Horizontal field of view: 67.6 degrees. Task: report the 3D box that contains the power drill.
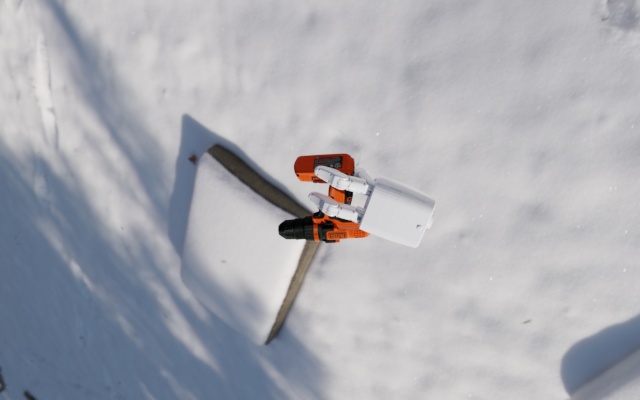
[{"bbox_3d":[0.000,0.003,0.890,0.184,0.188,0.057,-4,43,5],"label":"power drill"}]
